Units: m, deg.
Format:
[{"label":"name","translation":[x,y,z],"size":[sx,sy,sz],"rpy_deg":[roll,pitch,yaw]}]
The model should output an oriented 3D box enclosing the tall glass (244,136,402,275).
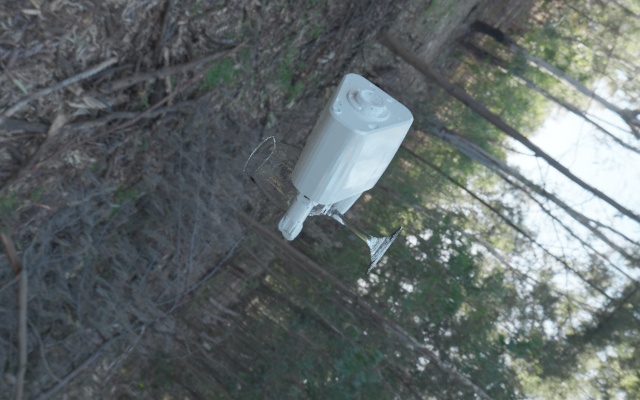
[{"label":"tall glass","translation":[0.001,0.003,0.600],"size":[0.201,0.079,0.079],"rpy_deg":[37,6,8]}]
